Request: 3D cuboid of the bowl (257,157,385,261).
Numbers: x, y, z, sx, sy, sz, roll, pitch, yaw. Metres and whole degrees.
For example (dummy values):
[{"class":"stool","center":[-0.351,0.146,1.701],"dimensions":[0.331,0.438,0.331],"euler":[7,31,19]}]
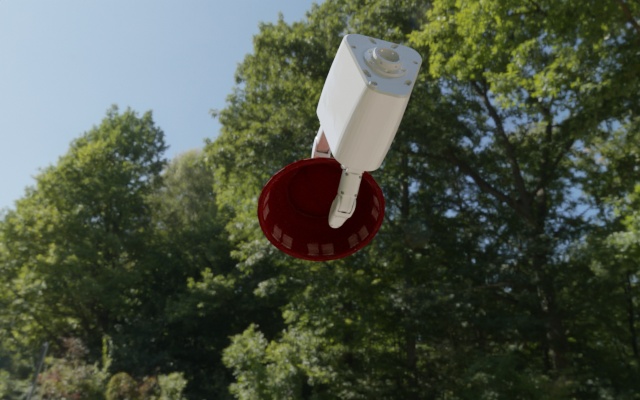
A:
[{"class":"bowl","center":[-0.001,0.003,0.624],"dimensions":[0.162,0.162,0.055],"euler":[0,34,-3]}]
